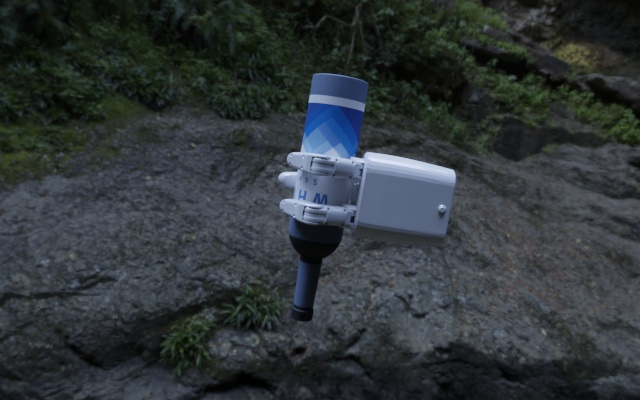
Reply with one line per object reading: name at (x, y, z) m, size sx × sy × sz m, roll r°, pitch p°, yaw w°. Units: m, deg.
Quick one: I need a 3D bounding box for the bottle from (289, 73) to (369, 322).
bottle at (0.000, 0.002, 0.579) m, size 0.069 × 0.296 × 0.069 m, roll 9°, pitch 6°, yaw -1°
